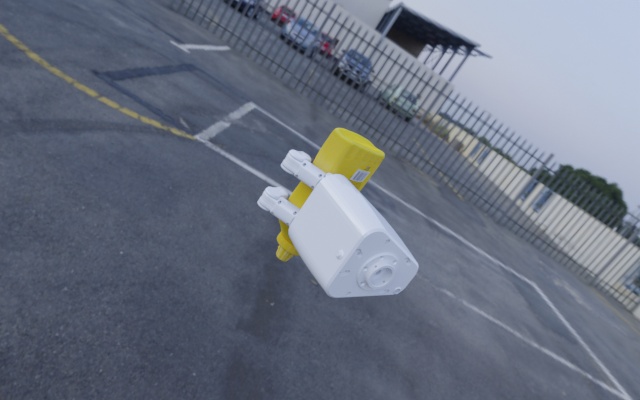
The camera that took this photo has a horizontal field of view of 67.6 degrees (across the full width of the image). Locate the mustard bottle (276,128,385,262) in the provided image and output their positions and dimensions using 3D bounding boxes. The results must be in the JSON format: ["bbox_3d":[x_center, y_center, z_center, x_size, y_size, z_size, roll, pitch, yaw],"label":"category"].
[{"bbox_3d":[0.000,0.002,0.615,0.058,0.192,0.096,43,18,26],"label":"mustard bottle"}]
